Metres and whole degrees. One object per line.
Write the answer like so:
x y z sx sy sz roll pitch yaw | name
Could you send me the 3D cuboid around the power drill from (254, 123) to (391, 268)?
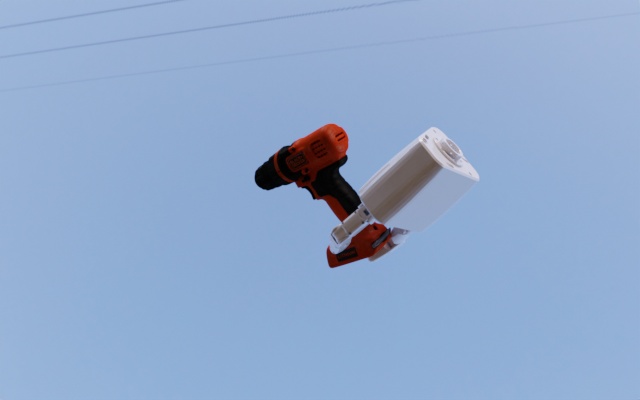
0.001 0.002 0.676 0.184 0.188 0.057 -24 12 47 | power drill
